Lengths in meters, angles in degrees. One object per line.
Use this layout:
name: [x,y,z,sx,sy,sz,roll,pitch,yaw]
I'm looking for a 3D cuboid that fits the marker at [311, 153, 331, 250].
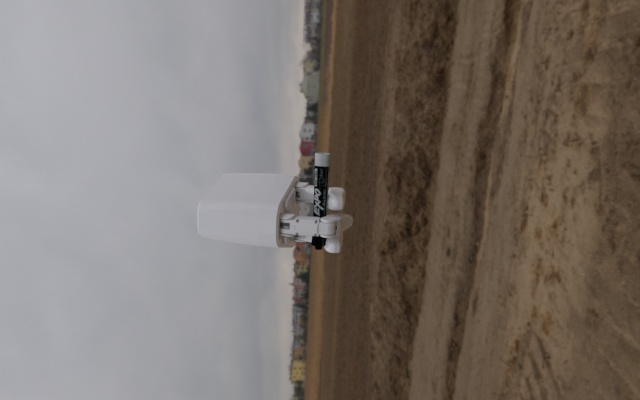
marker: [0.000,0.002,0.590,0.020,0.121,0.020,2,11,0]
